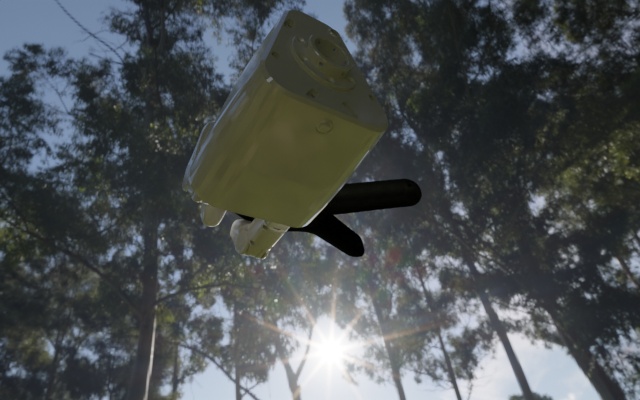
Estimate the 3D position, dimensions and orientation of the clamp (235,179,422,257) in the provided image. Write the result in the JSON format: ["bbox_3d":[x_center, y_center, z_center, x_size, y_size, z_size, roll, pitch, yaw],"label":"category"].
[{"bbox_3d":[0.000,0.001,0.424,0.171,0.039,0.120,16,-45,-29],"label":"clamp"}]
